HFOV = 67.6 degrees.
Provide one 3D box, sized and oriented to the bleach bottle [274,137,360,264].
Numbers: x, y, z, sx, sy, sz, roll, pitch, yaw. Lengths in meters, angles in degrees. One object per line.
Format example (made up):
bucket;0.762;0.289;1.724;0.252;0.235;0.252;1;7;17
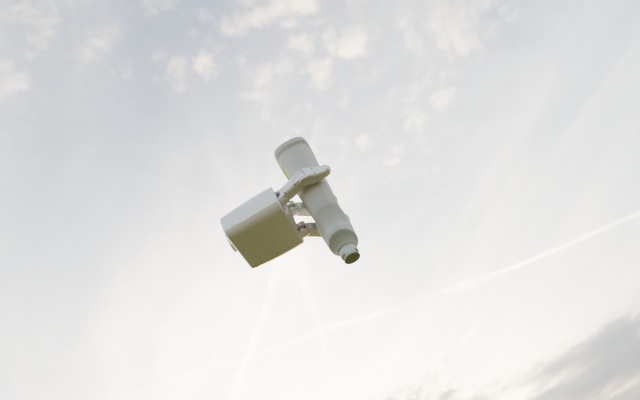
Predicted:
bleach bottle;0.000;0.003;0.826;0.068;0.250;0.103;-30;-40;0
